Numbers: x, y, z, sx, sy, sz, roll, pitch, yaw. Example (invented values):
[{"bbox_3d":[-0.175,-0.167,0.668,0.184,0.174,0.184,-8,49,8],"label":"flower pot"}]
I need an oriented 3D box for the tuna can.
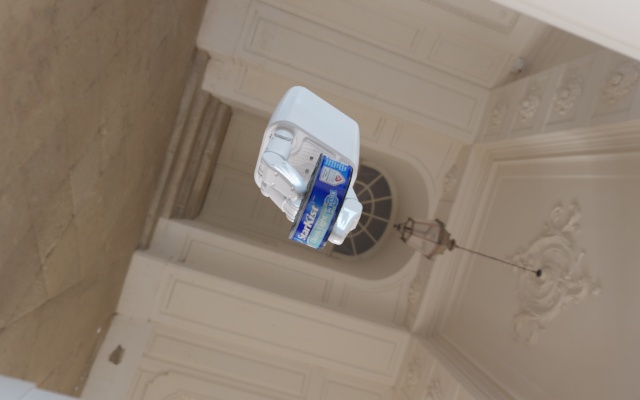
[{"bbox_3d":[0.001,0.002,0.448,0.034,0.086,0.086,21,-2,-4],"label":"tuna can"}]
